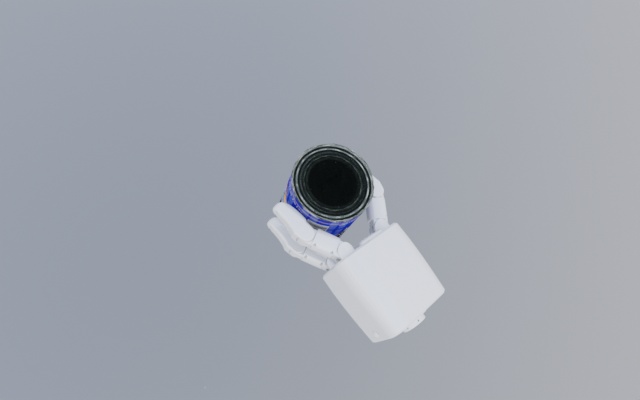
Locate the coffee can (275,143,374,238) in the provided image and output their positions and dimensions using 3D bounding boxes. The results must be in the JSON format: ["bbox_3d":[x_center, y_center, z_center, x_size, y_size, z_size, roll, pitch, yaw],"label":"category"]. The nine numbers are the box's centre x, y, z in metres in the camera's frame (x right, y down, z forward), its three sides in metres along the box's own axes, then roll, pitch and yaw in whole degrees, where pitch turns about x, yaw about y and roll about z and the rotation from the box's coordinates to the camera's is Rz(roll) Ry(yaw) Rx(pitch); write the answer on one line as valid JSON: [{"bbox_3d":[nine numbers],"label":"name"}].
[{"bbox_3d":[0.000,0.002,0.632,0.103,0.102,0.140,0,-21,-14],"label":"coffee can"}]
